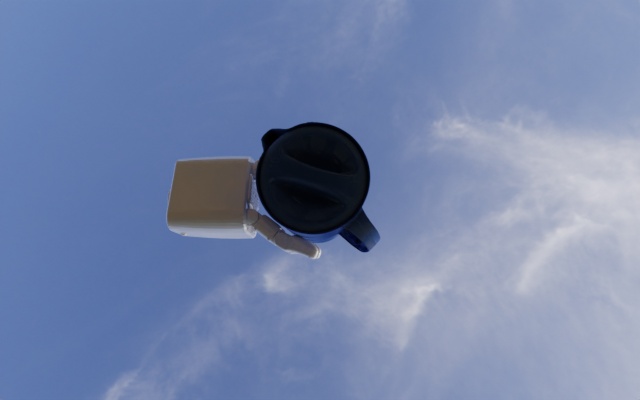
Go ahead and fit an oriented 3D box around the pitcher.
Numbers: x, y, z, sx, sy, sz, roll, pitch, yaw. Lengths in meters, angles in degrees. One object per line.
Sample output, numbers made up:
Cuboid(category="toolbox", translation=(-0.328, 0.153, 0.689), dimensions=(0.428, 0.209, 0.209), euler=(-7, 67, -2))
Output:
Cuboid(category="pitcher", translation=(0.000, 0.002, 0.659), dimensions=(0.145, 0.149, 0.243), euler=(-1, -11, 1))
